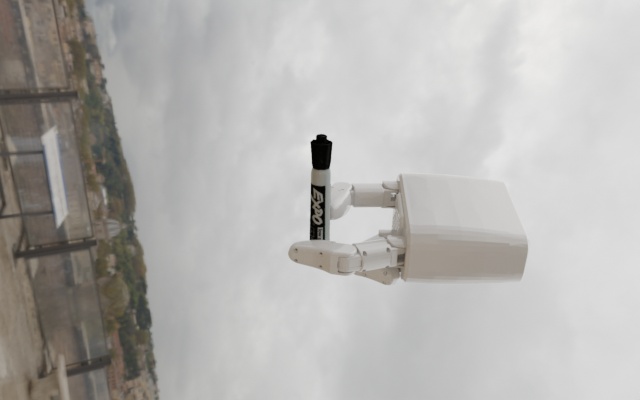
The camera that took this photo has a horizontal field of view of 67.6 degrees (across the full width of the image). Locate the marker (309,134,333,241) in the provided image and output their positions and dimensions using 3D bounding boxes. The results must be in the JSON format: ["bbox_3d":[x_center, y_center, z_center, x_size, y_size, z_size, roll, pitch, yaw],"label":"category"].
[{"bbox_3d":[0.000,0.001,0.419,0.020,0.121,0.020,1,23,0],"label":"marker"}]
